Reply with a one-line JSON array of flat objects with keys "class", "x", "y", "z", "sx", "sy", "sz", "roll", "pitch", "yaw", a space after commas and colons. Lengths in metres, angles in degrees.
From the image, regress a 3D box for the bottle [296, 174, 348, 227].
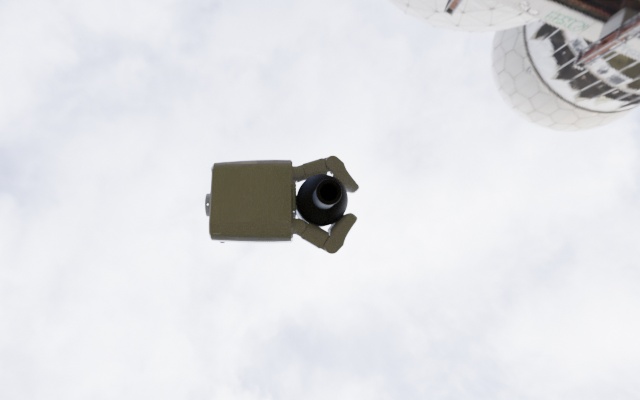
[{"class": "bottle", "x": 0.000, "y": 0.002, "z": 0.645, "sx": 0.069, "sy": 0.069, "sz": 0.296, "roll": 0, "pitch": -4, "yaw": -3}]
